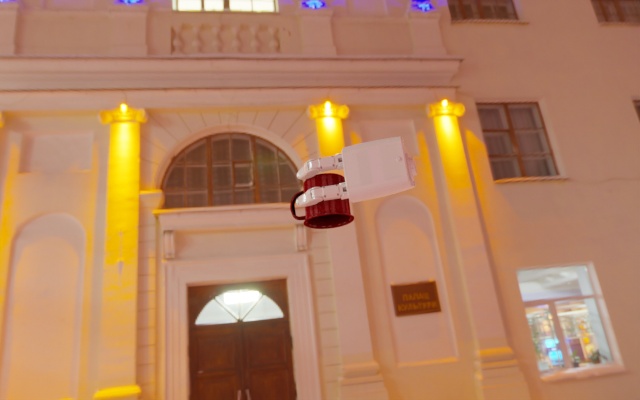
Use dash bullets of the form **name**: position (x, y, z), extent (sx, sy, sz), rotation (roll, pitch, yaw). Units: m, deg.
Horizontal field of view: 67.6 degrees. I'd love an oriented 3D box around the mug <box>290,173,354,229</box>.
- **mug**: position (-0.001, 0.003, 0.883), extent (0.117, 0.081, 0.093), rotation (-11, -20, 15)
